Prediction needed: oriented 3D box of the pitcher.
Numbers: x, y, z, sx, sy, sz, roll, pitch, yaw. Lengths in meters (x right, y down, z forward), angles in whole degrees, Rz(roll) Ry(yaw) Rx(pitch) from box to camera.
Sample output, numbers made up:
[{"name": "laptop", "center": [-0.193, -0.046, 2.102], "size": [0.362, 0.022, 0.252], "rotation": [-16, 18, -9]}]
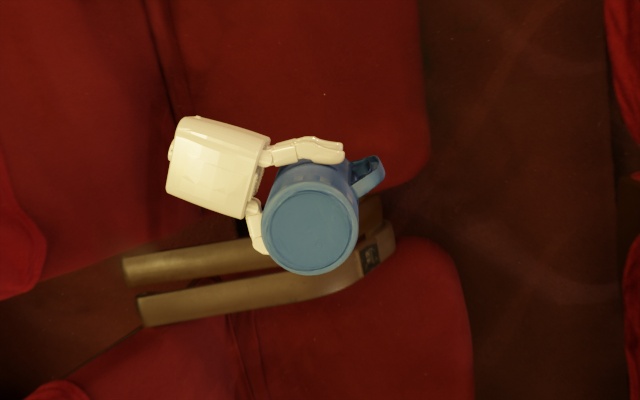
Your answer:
[{"name": "pitcher", "center": [0.000, 0.002, 0.627], "size": [0.145, 0.149, 0.242], "rotation": [19, 12, -3]}]
